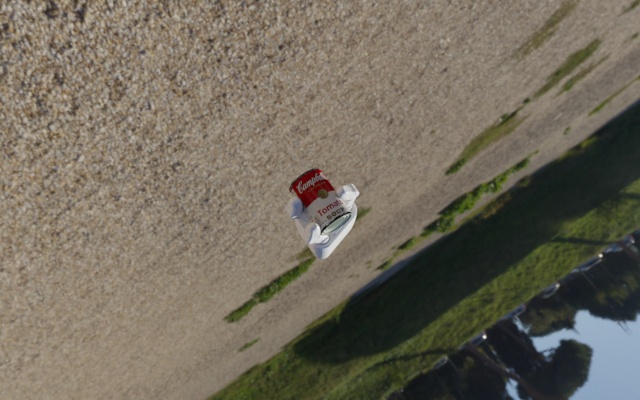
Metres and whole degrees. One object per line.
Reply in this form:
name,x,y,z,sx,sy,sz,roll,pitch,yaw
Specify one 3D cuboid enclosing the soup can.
soup can,0.000,0.003,0.835,0.068,0.102,0.068,-32,-17,-11
